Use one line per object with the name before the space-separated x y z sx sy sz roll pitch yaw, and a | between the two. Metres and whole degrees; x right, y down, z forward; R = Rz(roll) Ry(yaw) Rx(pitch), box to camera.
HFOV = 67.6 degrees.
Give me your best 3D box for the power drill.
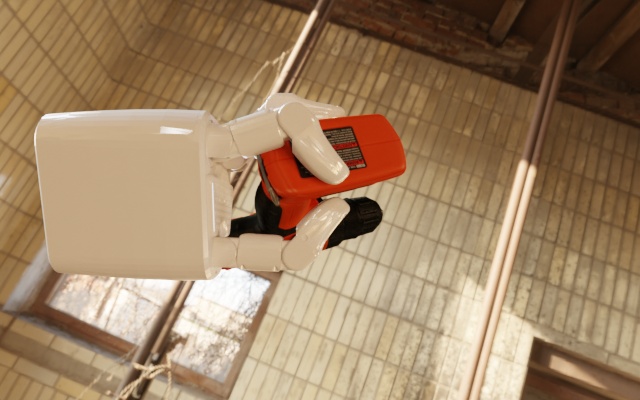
power drill | 0.000 0.001 0.415 0.184 0.057 0.188 -13 -21 -24
